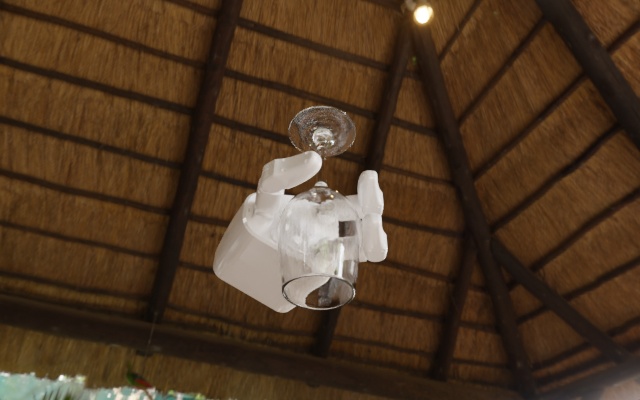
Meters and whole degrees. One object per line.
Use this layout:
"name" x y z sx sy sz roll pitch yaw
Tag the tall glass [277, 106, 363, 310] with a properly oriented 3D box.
"tall glass" 0.000 0.001 0.463 0.079 0.200 0.079 1 -40 1
